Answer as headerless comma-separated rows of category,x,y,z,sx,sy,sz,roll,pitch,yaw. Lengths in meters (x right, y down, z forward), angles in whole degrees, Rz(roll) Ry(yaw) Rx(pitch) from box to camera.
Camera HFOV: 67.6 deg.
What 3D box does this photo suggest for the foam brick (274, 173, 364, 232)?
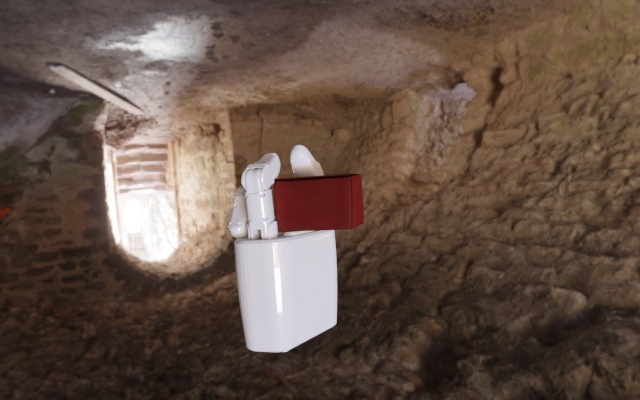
foam brick,0.000,0.001,0.467,0.078,0.051,0.053,-3,2,17
